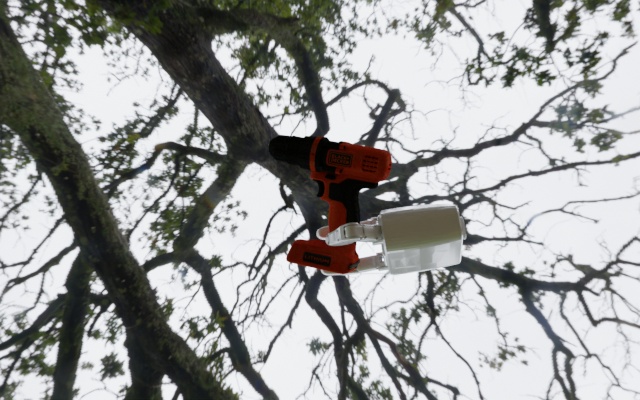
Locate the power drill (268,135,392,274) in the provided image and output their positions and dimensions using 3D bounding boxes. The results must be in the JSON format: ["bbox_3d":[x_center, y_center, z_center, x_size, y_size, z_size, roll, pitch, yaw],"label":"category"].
[{"bbox_3d":[0.000,0.003,0.693,0.184,0.188,0.057,11,10,19],"label":"power drill"}]
